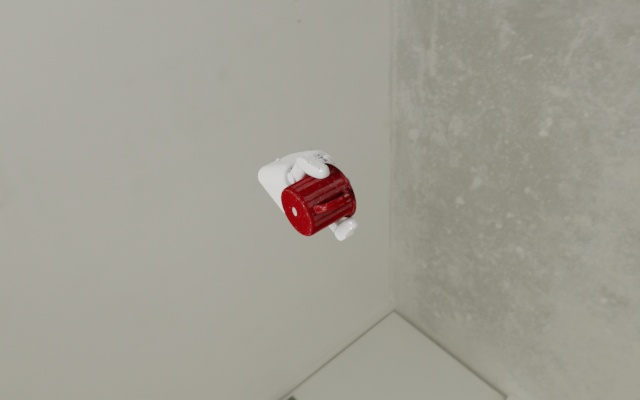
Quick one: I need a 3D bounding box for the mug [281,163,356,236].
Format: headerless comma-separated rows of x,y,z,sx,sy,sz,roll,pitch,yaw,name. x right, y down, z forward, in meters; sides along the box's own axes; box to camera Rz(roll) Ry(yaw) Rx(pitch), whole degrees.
0.001,0.003,0.711,0.081,0.093,0.117,-29,17,-26,mug
